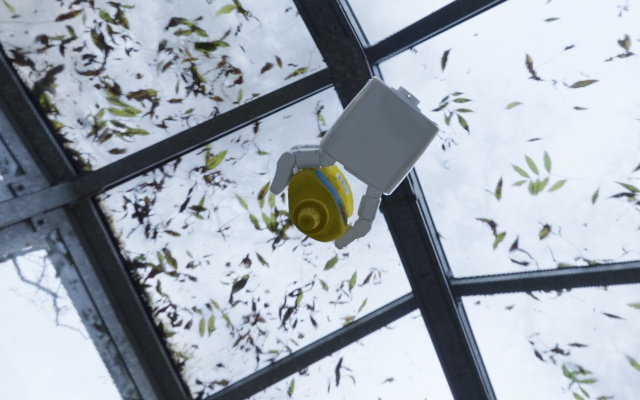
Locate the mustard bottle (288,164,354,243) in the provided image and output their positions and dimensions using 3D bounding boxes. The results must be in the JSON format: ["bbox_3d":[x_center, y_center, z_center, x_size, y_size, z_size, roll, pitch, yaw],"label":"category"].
[{"bbox_3d":[0.000,0.002,0.609,0.058,0.096,0.191,-26,8,14],"label":"mustard bottle"}]
